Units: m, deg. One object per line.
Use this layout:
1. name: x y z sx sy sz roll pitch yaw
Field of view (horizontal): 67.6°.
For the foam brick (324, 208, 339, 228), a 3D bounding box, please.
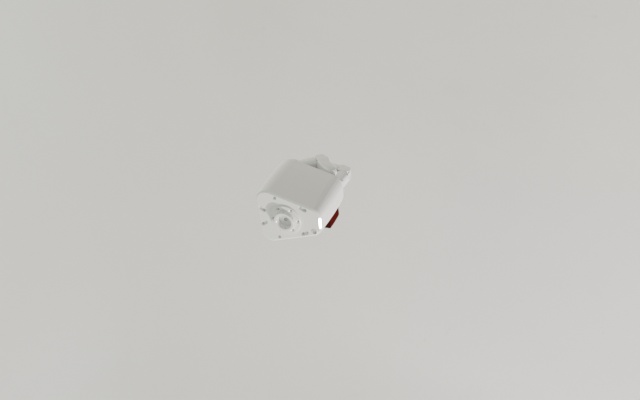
1. foam brick: 0.000 0.003 0.851 0.053 0.078 0.051 7 33 18
